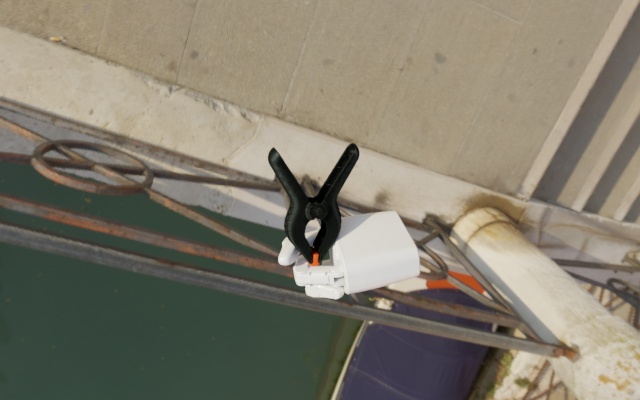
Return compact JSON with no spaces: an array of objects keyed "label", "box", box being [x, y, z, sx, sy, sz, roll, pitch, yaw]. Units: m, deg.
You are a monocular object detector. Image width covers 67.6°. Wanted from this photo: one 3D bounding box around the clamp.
[{"label":"clamp","box":[0.000,0.002,0.632,0.120,0.171,0.039,-11,25,-10]}]
